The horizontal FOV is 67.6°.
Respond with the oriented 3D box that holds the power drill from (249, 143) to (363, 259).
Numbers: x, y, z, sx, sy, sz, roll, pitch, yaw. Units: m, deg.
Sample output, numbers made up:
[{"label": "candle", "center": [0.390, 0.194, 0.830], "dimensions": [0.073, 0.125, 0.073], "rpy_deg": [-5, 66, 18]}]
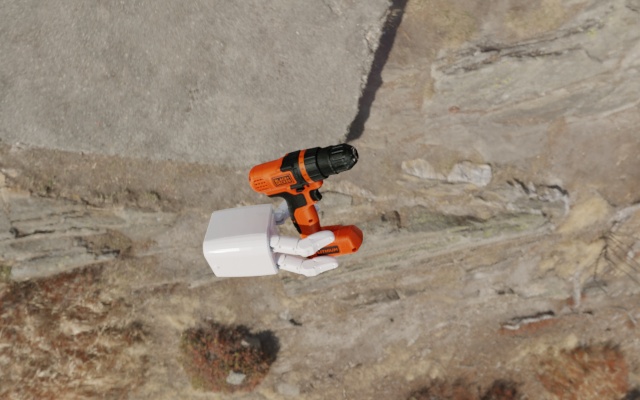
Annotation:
[{"label": "power drill", "center": [0.000, 0.003, 0.758], "dimensions": [0.184, 0.188, 0.057], "rpy_deg": [-11, 31, 28]}]
